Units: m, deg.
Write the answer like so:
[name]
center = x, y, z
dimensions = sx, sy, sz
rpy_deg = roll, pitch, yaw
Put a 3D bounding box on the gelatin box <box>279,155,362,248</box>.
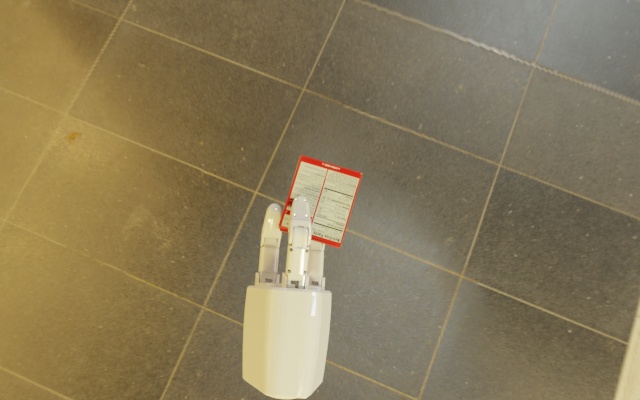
[gelatin box]
center = 0.000, 0.001, 0.541
dimensions = 0.073, 0.089, 0.030
rpy_deg = 16, -8, 2
